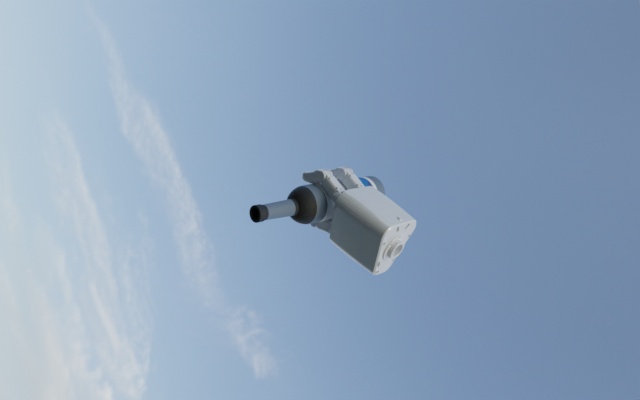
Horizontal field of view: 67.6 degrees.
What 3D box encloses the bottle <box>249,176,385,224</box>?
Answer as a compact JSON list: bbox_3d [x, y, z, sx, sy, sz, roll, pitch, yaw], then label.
[{"bbox_3d":[0.000,0.003,0.832,0.069,0.069,0.295,0,7,43],"label":"bottle"}]
